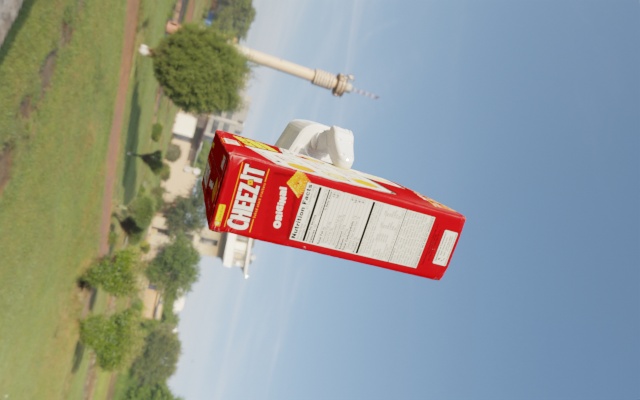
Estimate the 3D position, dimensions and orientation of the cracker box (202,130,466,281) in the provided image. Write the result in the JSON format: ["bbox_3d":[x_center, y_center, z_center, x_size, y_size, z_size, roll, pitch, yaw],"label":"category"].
[{"bbox_3d":[0.000,0.001,0.459,0.214,0.072,0.164,14,9,-18],"label":"cracker box"}]
